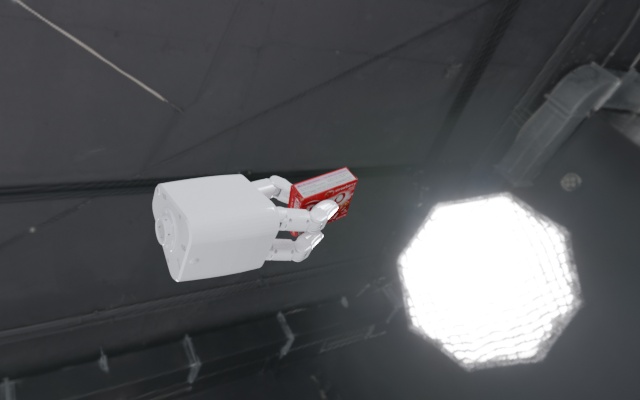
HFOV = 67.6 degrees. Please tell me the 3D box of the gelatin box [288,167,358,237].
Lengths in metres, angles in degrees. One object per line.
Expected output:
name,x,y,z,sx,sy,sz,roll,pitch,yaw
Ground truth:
gelatin box,0.000,0.002,0.627,0.089,0.073,0.030,-21,55,-29
